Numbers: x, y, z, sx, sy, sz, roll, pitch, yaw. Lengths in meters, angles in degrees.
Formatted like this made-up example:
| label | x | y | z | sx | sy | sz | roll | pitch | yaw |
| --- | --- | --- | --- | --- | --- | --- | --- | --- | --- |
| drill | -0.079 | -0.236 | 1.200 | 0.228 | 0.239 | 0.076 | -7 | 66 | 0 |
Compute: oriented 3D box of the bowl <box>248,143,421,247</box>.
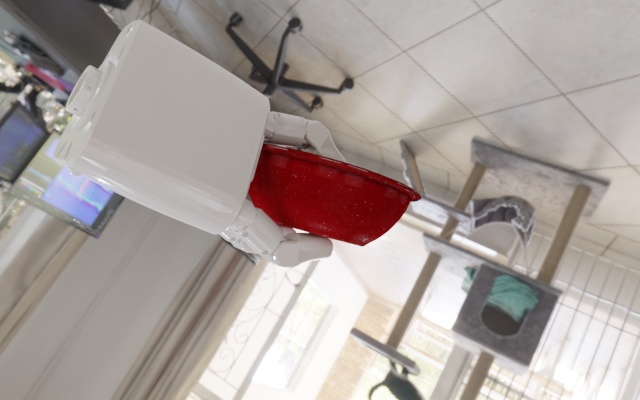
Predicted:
| label | x | y | z | sx | sy | sz | roll | pitch | yaw |
| --- | --- | --- | --- | --- | --- | --- | --- | --- | --- |
| bowl | 0.001 | 0.002 | 0.409 | 0.162 | 0.055 | 0.162 | 15 | -3 | 1 |
